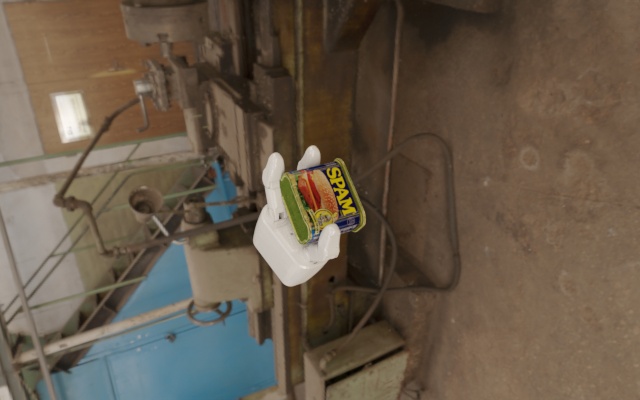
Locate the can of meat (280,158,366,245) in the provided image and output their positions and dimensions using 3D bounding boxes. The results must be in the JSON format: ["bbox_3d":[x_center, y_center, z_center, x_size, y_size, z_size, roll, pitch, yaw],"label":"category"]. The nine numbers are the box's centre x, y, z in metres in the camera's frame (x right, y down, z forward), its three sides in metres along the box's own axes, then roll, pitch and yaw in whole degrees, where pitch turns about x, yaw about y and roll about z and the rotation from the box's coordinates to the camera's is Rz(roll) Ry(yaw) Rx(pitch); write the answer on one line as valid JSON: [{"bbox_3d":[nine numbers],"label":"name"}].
[{"bbox_3d":[0.000,0.002,0.641,0.084,0.102,0.057,-15,-16,-23],"label":"can of meat"}]
